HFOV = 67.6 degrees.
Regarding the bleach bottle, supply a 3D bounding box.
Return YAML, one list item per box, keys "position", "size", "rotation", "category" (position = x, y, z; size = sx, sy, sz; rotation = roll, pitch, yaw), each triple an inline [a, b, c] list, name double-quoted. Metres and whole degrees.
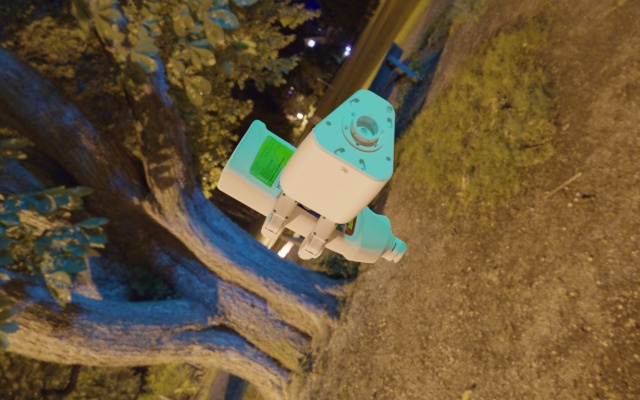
- position: [0.000, 0.002, 0.621]
  size: [0.251, 0.102, 0.068]
  rotation: [29, -32, -7]
  category: "bleach bottle"
